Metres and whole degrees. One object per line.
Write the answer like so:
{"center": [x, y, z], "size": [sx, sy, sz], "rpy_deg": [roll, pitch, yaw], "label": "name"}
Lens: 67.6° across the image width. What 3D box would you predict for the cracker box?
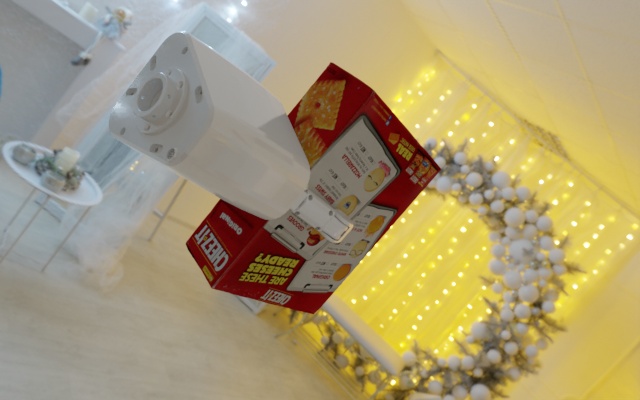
{"center": [0.000, 0.002, 0.470], "size": [0.072, 0.214, 0.164], "rpy_deg": [46, 9, 38], "label": "cracker box"}
